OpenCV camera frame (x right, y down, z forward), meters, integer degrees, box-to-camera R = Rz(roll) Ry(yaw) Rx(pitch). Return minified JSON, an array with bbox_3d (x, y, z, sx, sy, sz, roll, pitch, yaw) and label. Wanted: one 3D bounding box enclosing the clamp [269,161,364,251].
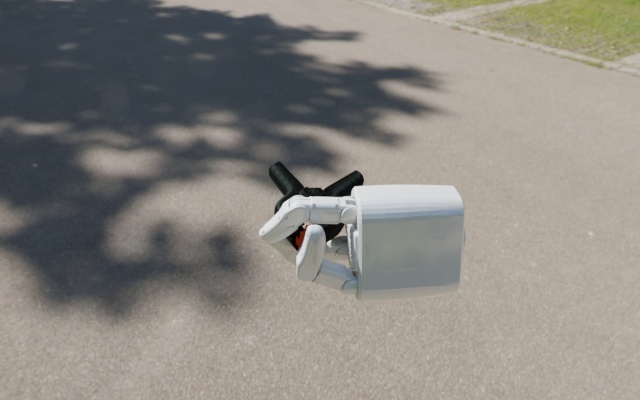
[{"bbox_3d":[0.000,0.001,0.551,0.120,0.039,0.171,-3,33,-4],"label":"clamp"}]
